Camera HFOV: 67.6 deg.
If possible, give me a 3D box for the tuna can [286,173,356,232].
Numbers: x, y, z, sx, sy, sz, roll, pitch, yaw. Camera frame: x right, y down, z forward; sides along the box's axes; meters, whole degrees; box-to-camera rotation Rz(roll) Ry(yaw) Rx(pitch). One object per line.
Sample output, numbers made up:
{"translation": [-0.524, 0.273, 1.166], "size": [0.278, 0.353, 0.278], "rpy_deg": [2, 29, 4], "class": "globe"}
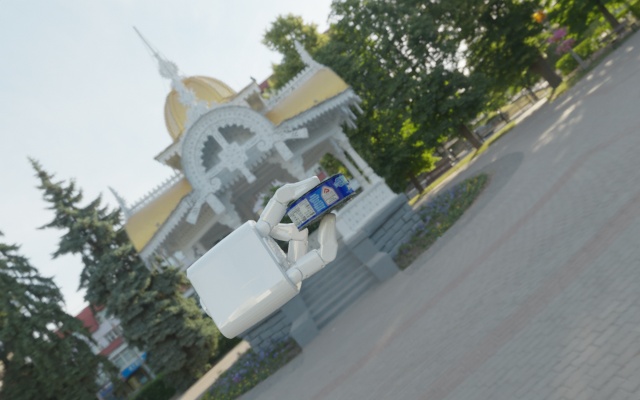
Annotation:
{"translation": [0.000, 0.001, 0.592], "size": [0.086, 0.034, 0.086], "rpy_deg": [-33, -4, -2], "class": "tuna can"}
